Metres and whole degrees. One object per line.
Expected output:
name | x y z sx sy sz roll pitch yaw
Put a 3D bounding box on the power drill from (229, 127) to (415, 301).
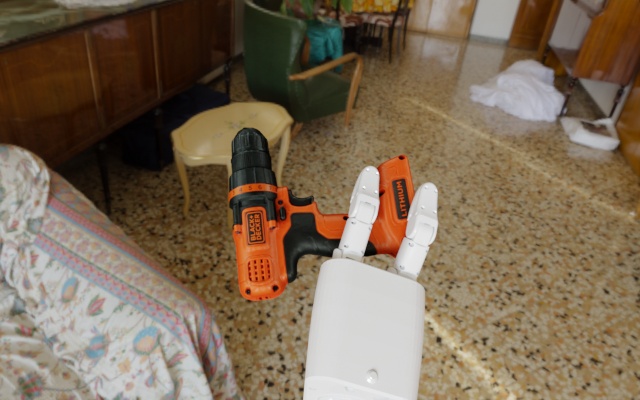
power drill | 0.001 0.002 0.493 0.187 0.184 0.057 -7 -17 -1
